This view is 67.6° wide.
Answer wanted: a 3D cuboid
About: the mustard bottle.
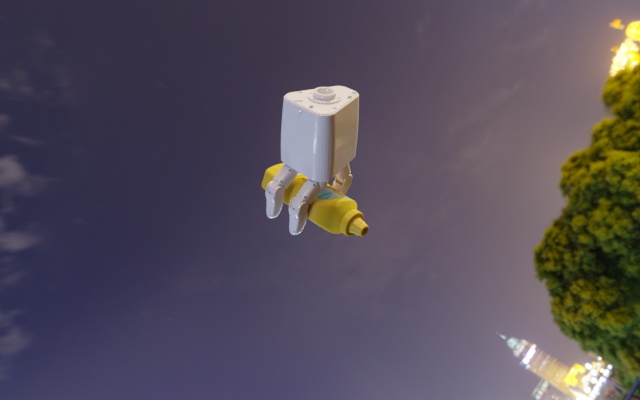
[{"bbox_3d":[0.000,0.003,0.759,0.191,0.058,0.096,32,20,35],"label":"mustard bottle"}]
